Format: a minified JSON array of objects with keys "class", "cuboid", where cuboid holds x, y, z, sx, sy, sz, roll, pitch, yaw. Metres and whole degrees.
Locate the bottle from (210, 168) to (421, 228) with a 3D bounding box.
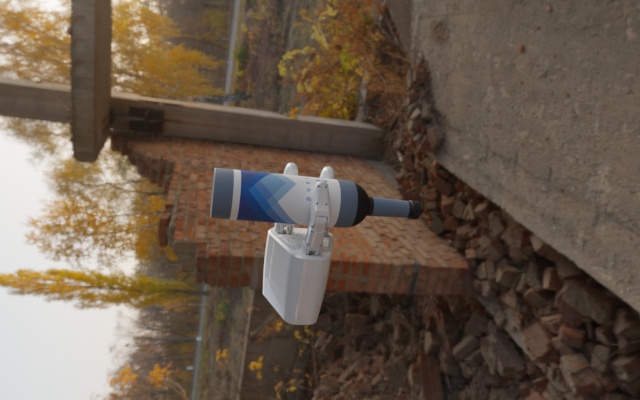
[{"class":"bottle","cuboid":[0.000,0.002,0.663,0.296,0.069,0.069,5,-1,-15]}]
